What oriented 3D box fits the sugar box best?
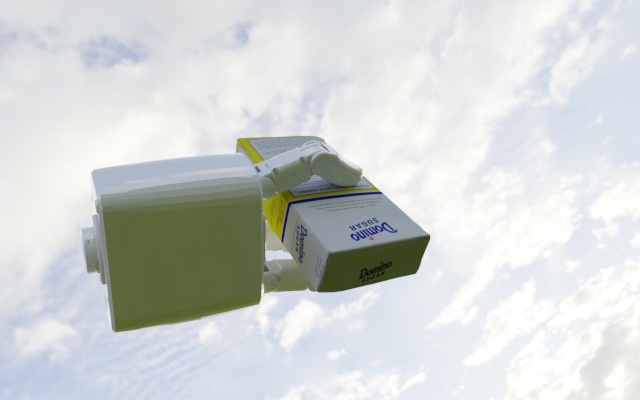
[{"bbox_3d":[0.000,0.002,0.405,0.093,0.048,0.176,-6,37,-29],"label":"sugar box"}]
